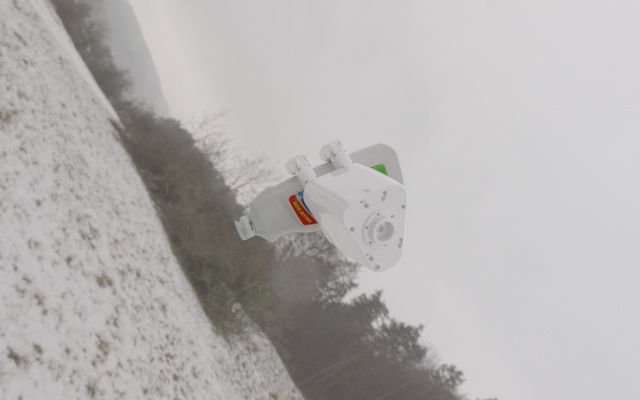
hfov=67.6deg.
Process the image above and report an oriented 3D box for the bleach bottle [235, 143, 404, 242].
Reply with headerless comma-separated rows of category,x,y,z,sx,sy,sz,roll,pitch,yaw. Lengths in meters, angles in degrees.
bleach bottle,0.000,0.002,0.695,0.251,0.103,0.068,-23,25,-18
